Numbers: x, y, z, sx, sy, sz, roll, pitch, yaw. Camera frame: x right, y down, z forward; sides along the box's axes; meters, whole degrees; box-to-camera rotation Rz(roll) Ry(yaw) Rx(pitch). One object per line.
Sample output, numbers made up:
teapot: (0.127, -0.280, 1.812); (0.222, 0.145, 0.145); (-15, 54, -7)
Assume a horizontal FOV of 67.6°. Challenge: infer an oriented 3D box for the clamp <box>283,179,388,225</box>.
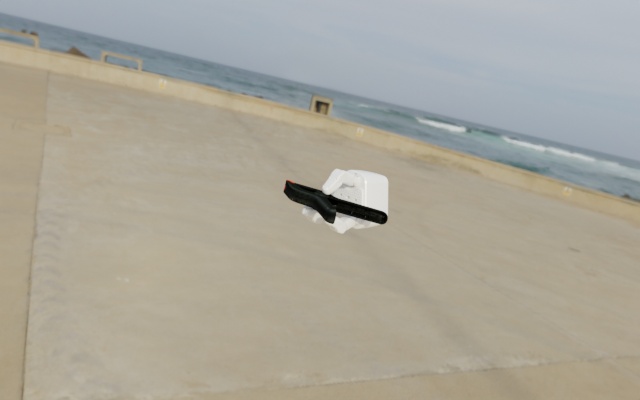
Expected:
clamp: (0.000, 0.002, 0.881); (0.210, 0.036, 0.164); (22, 11, 33)
